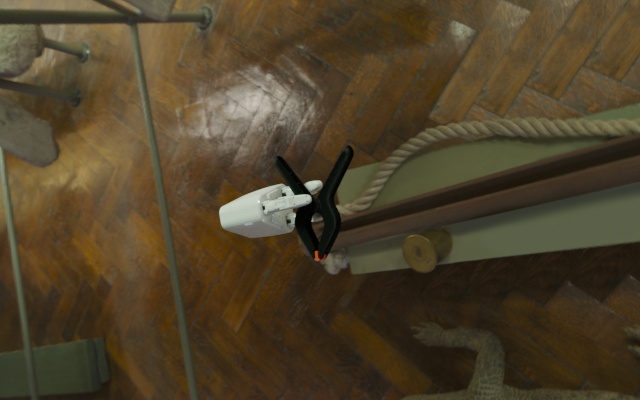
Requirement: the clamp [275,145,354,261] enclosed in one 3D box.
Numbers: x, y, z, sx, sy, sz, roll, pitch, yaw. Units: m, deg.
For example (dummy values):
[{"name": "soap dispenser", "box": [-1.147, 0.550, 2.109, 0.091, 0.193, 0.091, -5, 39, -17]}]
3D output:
[{"name": "clamp", "box": [0.000, 0.003, 0.871, 0.164, 0.210, 0.036, -13, -5, 31]}]
